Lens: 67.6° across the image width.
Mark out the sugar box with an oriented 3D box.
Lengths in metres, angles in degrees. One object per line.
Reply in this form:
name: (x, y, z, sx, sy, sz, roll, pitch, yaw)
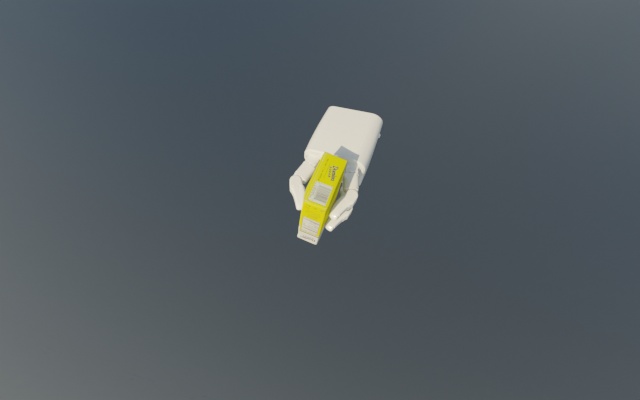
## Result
sugar box: (0.001, 0.003, 0.804, 0.048, 0.093, 0.176, 22, -22, 6)
